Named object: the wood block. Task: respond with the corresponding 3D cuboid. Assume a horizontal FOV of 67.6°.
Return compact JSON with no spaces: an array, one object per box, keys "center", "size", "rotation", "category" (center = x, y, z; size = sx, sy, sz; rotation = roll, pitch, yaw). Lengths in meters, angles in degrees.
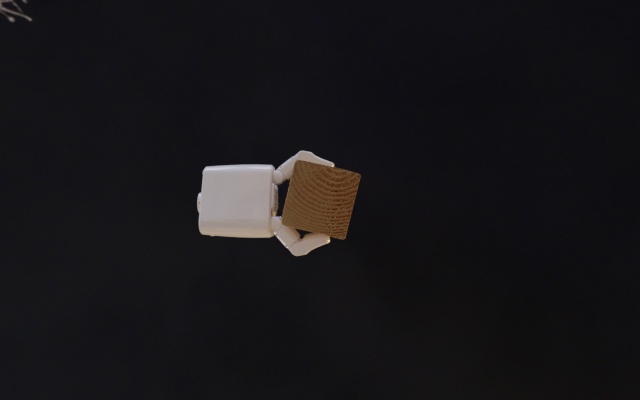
[{"center":[0.000,0.002,0.724],"size":[0.090,0.091,0.206],"rotation":[13,-2,0],"category":"wood block"}]
